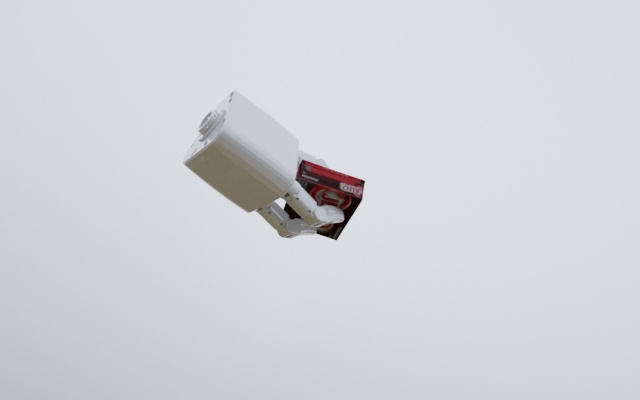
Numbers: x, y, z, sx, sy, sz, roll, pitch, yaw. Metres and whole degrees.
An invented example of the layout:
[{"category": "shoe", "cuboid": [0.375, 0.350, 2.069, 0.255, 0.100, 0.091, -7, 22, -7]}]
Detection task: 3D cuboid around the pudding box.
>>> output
[{"category": "pudding box", "cuboid": [0.000, 0.002, 0.649, 0.090, 0.039, 0.114, 19, -35, -6]}]
